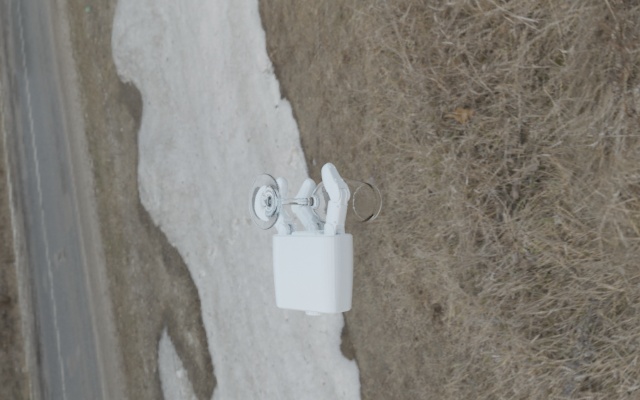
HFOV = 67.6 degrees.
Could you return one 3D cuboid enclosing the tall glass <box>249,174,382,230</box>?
[{"bbox_3d":[0.000,0.002,0.696,0.201,0.079,0.079,0,0,-41],"label":"tall glass"}]
